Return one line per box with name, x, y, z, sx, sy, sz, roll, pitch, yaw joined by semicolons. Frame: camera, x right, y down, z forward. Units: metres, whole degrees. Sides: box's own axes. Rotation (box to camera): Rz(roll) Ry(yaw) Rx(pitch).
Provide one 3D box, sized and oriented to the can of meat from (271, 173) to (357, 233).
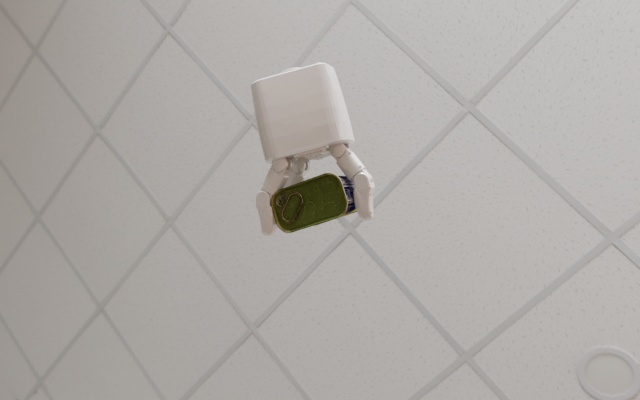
can of meat;0.000;0.002;0.630;0.102;0.057;0.084;-19;-5;22
